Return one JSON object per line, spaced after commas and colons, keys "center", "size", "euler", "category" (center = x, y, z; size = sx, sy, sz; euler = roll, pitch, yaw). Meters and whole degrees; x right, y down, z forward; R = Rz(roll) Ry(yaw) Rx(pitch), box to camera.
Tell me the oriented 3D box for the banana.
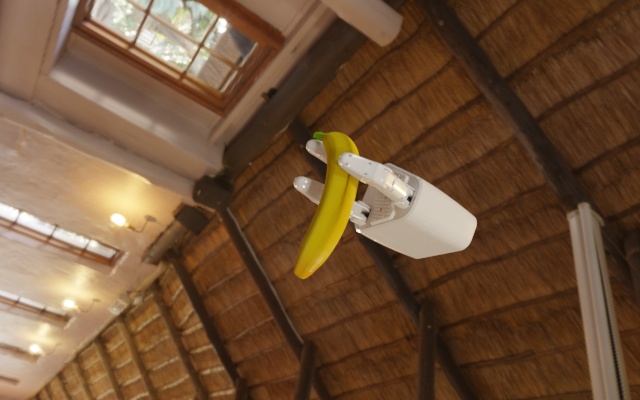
{"center": [0.012, -0.007, 0.540], "size": [0.037, 0.197, 0.070], "euler": [28, -36, -28], "category": "banana"}
